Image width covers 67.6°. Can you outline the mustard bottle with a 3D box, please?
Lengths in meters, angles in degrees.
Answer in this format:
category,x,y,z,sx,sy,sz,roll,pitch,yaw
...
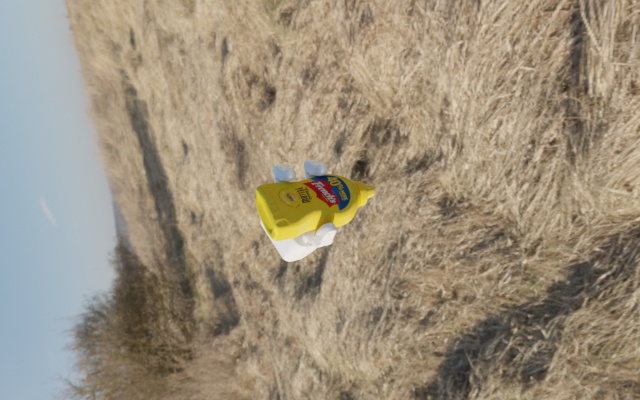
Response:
category,x,y,z,sx,sy,sz,roll,pitch,yaw
mustard bottle,0.000,0.002,0.761,0.191,0.058,0.096,-12,49,-23
